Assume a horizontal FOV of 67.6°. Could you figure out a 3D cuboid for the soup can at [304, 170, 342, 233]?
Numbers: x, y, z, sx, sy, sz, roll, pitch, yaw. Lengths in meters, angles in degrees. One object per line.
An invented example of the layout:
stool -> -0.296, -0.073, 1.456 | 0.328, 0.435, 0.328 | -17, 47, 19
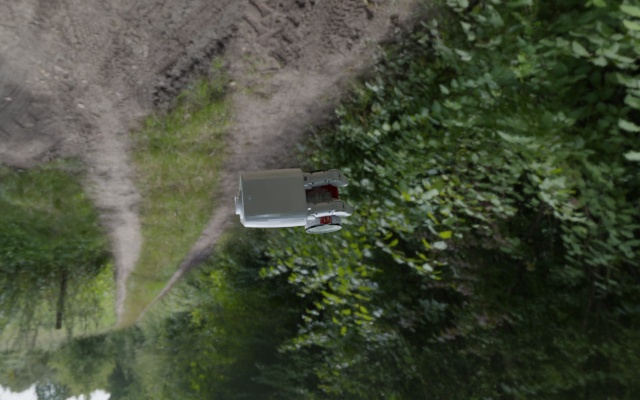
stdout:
soup can -> 0.001, 0.003, 0.860 | 0.068, 0.102, 0.068 | -6, -14, -2
